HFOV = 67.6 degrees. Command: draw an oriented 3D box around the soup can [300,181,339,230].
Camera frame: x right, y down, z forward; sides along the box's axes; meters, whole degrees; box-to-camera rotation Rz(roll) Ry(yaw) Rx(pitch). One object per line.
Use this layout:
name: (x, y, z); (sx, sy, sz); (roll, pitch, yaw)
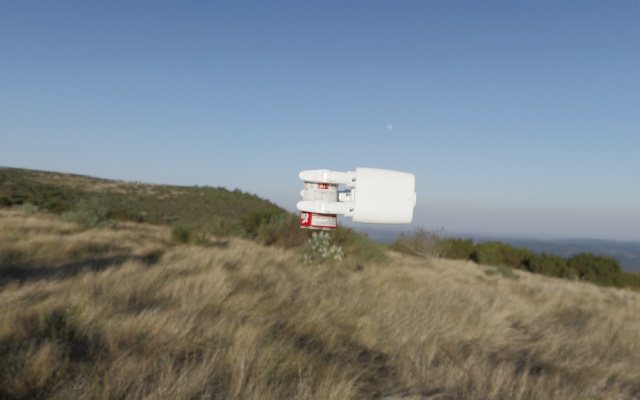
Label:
soup can: (0.000, 0.003, 0.894); (0.068, 0.102, 0.068); (4, -3, 0)
